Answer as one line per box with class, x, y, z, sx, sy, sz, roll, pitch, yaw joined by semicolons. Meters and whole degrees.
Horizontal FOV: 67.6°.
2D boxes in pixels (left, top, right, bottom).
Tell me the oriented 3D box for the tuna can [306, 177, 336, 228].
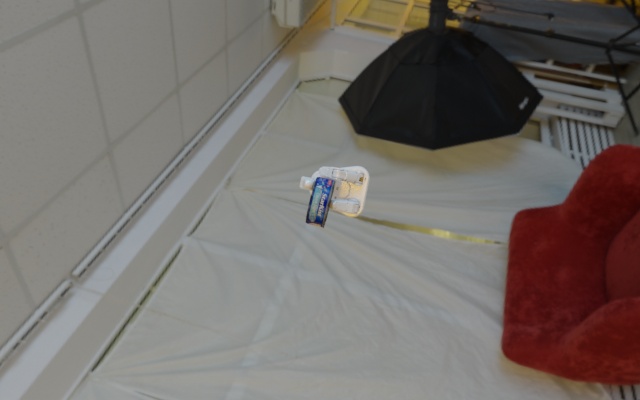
tuna can;0.000;0.003;0.833;0.034;0.086;0.086;14;1;3
